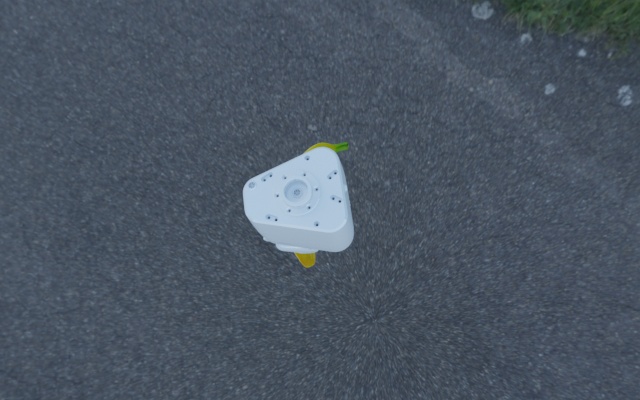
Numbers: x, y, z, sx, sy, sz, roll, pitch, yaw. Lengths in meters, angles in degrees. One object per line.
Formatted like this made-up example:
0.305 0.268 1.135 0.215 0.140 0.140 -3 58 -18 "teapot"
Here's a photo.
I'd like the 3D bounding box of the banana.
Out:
-0.017 -0.006 0.689 0.069 0.197 0.037 15 -13 8 "banana"
